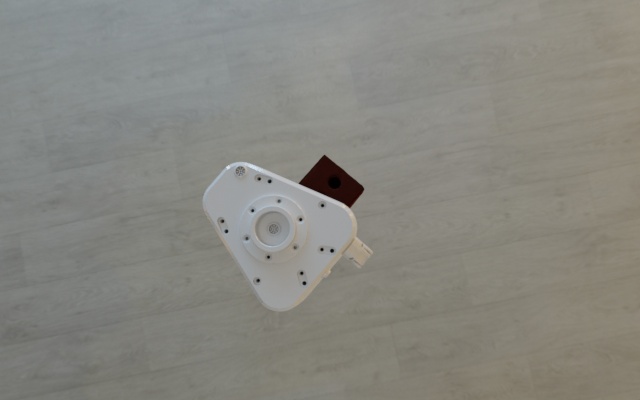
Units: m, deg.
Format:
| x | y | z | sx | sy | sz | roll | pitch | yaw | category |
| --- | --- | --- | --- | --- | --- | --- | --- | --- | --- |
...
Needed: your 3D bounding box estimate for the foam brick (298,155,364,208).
| x | y | z | sx | sy | sz | roll | pitch | yaw | category |
| --- | --- | --- | --- | --- | --- | --- | --- | --- | --- |
| 0.000 | 0.001 | 0.481 | 0.053 | 0.078 | 0.051 | 40 | -3 | 6 | foam brick |
